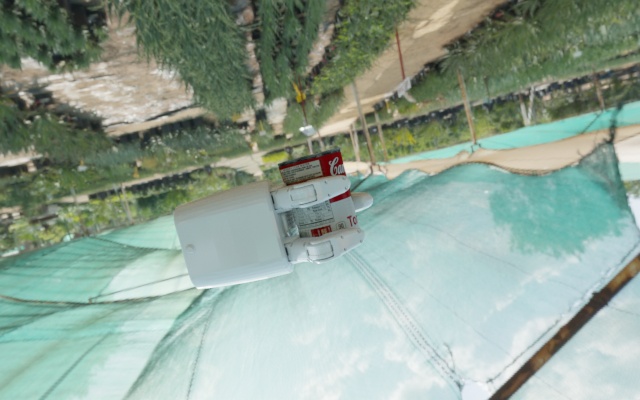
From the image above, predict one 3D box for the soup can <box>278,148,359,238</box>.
[{"bbox_3d":[0.001,0.002,0.506,0.068,0.102,0.068,-14,4,1],"label":"soup can"}]
